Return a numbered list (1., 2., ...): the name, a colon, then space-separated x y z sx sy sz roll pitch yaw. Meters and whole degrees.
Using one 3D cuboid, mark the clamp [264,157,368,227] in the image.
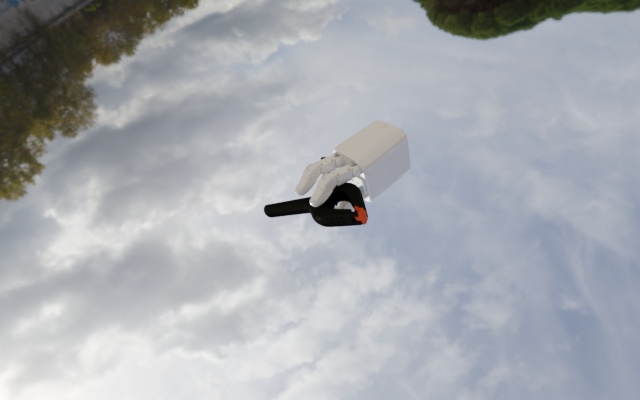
1. clamp: 0.001 0.003 0.834 0.164 0.036 0.210 -39 36 -12
